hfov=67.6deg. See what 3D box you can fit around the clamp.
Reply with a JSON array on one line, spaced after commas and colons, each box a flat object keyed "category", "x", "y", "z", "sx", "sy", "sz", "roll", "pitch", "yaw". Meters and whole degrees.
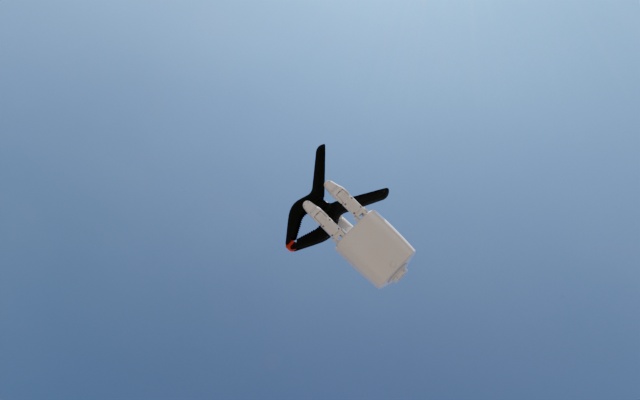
[{"category": "clamp", "x": 0.000, "y": 0.004, "z": 0.893, "sx": 0.164, "sy": 0.210, "sz": 0.036, "roll": 44, "pitch": -7, "yaw": 18}]
